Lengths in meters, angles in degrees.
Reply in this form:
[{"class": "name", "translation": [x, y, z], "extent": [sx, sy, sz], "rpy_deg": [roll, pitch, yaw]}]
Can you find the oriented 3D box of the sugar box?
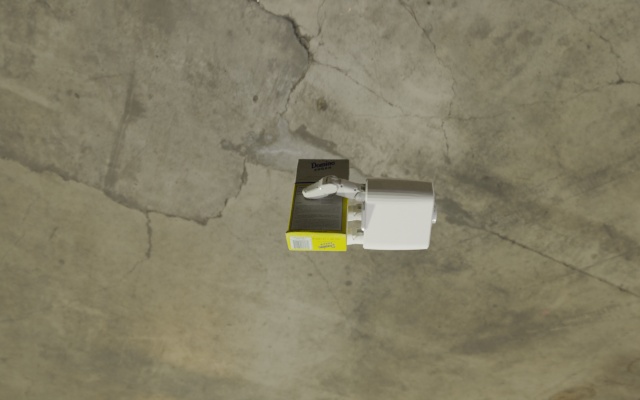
[{"class": "sugar box", "translation": [0.000, 0.003, 0.786], "extent": [0.093, 0.048, 0.176], "rpy_deg": [1, 43, 5]}]
